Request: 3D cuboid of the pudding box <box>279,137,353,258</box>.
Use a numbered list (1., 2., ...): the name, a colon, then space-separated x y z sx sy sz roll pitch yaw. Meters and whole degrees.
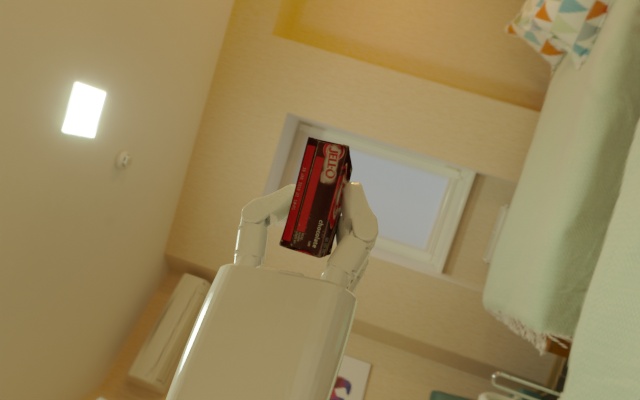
1. pudding box: 0.000 0.001 0.418 0.039 0.090 0.113 16 -3 4
